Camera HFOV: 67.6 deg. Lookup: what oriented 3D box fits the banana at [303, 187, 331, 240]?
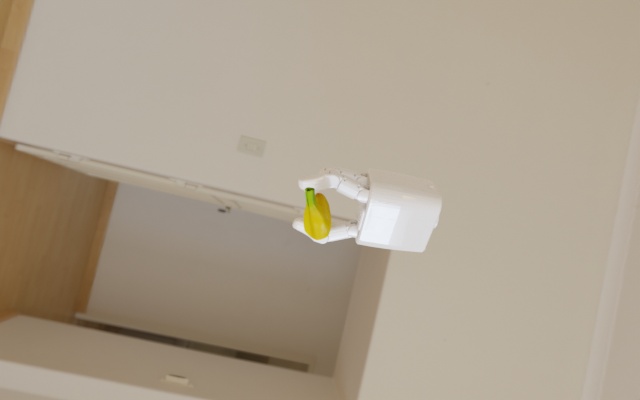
[{"bbox_3d":[-0.002,0.021,0.680,0.037,0.069,0.198,5,-1,1],"label":"banana"}]
